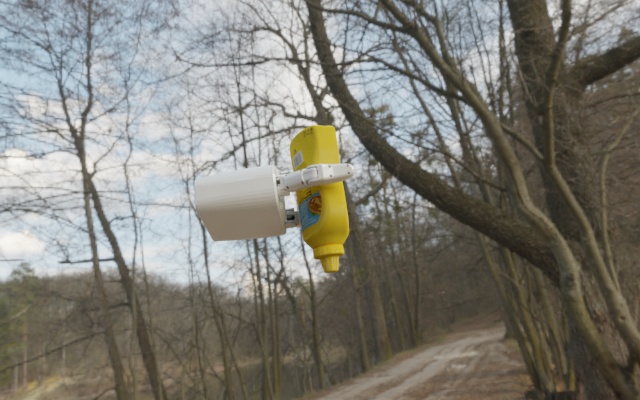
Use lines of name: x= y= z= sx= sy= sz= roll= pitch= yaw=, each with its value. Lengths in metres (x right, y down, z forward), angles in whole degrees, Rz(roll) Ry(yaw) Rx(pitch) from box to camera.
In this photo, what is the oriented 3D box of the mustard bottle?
mustard bottle: x=0.000 y=0.002 z=0.647 sx=0.058 sy=0.191 sz=0.096 roll=-1 pitch=-17 yaw=-25
